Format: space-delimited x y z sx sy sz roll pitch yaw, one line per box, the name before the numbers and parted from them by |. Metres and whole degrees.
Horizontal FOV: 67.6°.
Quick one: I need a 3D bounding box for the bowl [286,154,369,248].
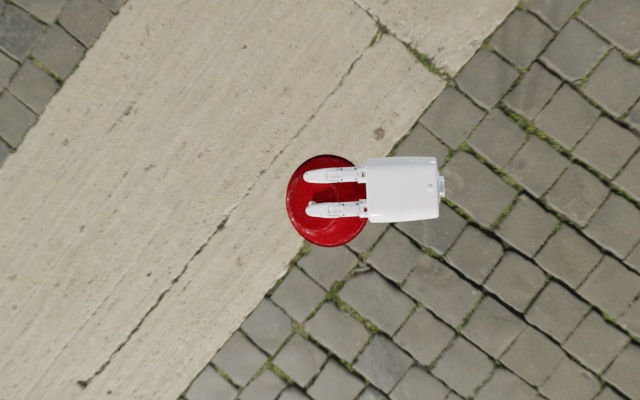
bowl | -0.001 0.003 0.800 0.162 0.162 0.055 0 4 25
